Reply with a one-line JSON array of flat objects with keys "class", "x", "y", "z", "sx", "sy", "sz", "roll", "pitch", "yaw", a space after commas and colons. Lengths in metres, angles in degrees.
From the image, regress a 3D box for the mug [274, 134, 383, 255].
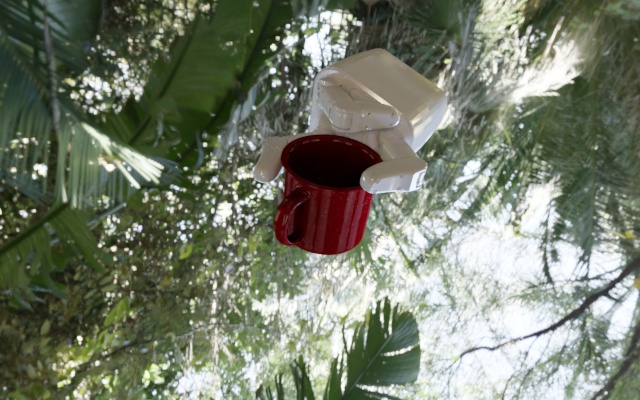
[{"class": "mug", "x": -0.001, "y": 0.002, "z": 0.436, "sx": 0.093, "sy": 0.082, "sz": 0.117, "roll": 27, "pitch": 40, "yaw": 23}]
